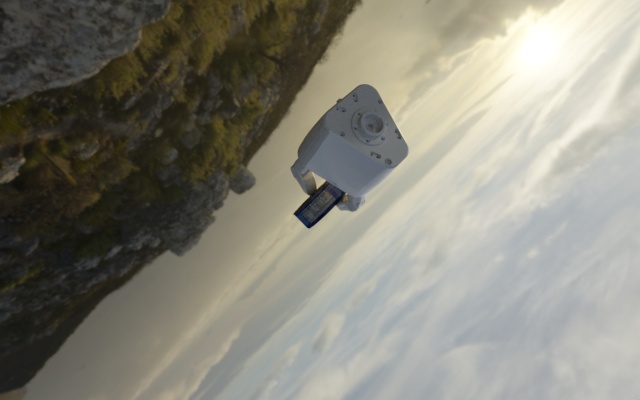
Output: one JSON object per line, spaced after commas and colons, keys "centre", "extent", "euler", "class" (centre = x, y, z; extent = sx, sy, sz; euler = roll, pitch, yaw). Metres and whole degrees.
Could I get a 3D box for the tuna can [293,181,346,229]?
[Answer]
{"centre": [0.000, 0.003, 0.721], "extent": [0.086, 0.034, 0.086], "euler": [-44, 3, 3], "class": "tuna can"}
